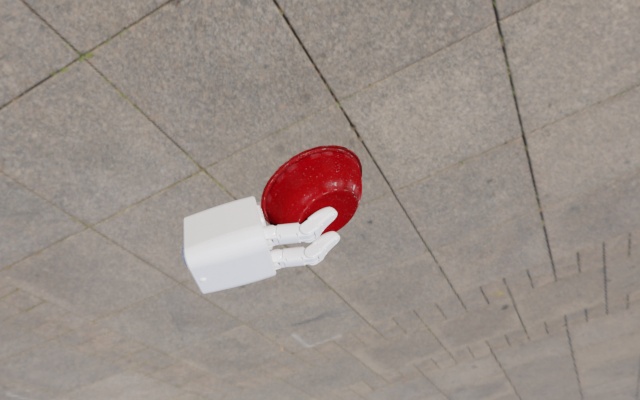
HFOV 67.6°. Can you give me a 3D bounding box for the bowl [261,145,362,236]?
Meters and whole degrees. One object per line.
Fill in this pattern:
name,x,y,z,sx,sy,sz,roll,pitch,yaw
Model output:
bowl,0.001,0.002,0.676,0.162,0.162,0.055,0,41,-35
